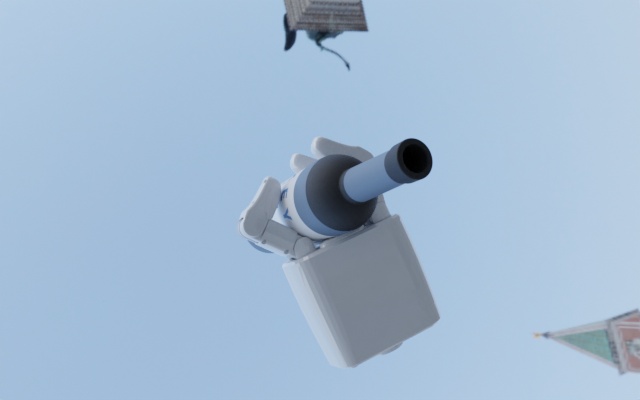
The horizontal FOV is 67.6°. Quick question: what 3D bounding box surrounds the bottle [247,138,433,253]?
[{"bbox_3d":[0.000,0.001,0.431,0.069,0.069,0.296,0,-11,-24],"label":"bottle"}]
